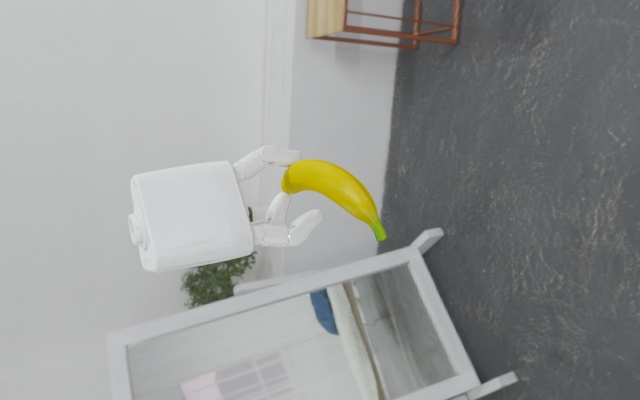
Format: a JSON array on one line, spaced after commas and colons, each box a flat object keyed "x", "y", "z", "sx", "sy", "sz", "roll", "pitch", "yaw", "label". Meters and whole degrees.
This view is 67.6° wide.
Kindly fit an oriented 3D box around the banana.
[{"x": 0.002, "y": -0.014, "z": 0.553, "sx": 0.037, "sy": 0.070, "sz": 0.197, "roll": -15, "pitch": 26, "yaw": -30, "label": "banana"}]
